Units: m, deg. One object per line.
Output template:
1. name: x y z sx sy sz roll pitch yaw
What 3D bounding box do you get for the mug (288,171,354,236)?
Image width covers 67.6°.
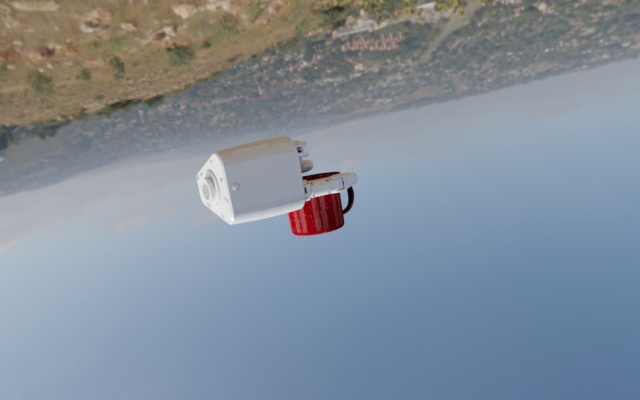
1. mug: 0.001 0.002 0.717 0.117 0.081 0.093 -14 8 -31
